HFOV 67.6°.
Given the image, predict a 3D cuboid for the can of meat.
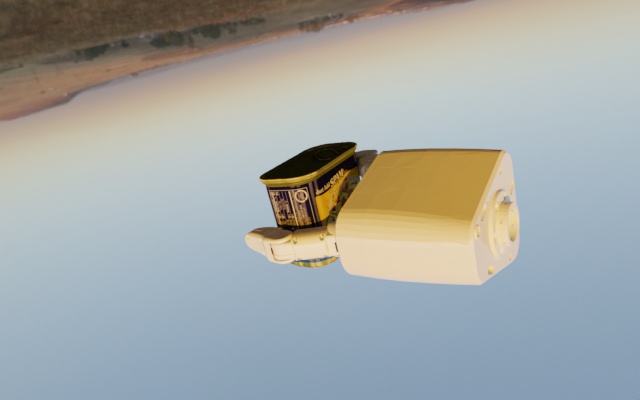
[{"bbox_3d":[0.000,0.002,0.438,0.057,0.084,0.102,-1,23,34],"label":"can of meat"}]
